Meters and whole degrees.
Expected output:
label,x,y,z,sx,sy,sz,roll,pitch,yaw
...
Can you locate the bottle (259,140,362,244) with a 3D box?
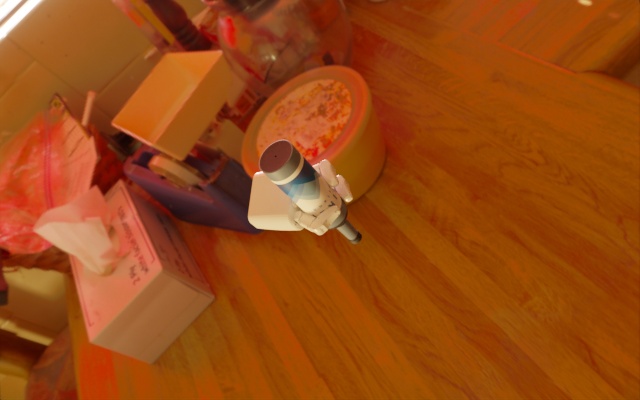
label,x,y,z,sx,sy,sz,roll,pitch,yaw
bottle,0.000,0.003,0.874,0.069,0.069,0.296,0,-30,35
